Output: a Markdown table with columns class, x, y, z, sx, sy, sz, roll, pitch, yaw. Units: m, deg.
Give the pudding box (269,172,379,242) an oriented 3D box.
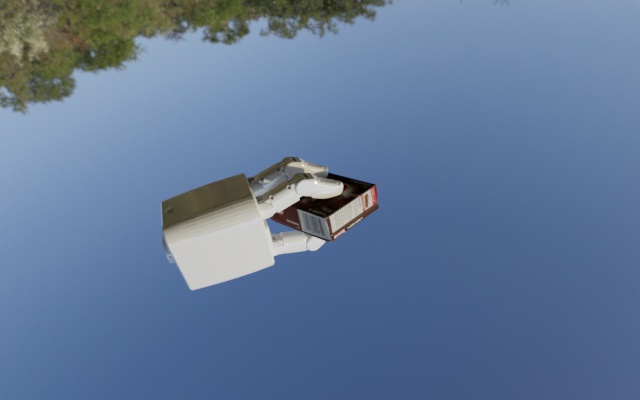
| class | x | y | z | sx | sy | sz | roll | pitch | yaw |
| --- | --- | --- | --- | --- | --- | --- | --- | --- | --- |
| pudding box | 0.000 | 0.002 | 0.585 | 0.113 | 0.039 | 0.090 | 20 | 41 | 41 |
